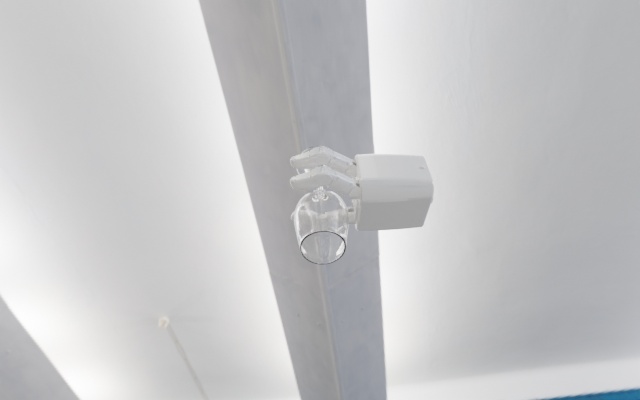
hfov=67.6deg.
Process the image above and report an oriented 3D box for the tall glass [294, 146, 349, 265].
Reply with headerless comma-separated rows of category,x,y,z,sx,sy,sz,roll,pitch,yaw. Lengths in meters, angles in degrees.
tall glass,0.000,0.002,0.711,0.079,0.079,0.200,0,38,-2
